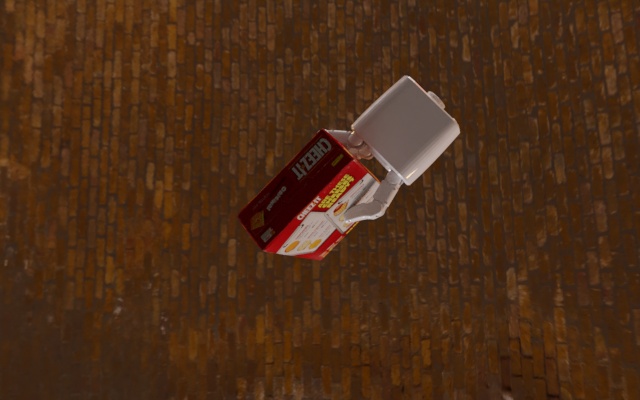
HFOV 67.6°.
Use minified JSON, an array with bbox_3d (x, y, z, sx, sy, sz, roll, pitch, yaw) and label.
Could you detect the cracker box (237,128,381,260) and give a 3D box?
[{"bbox_3d":[0.000,0.002,0.692,0.072,0.164,0.214,47,8,21],"label":"cracker box"}]
